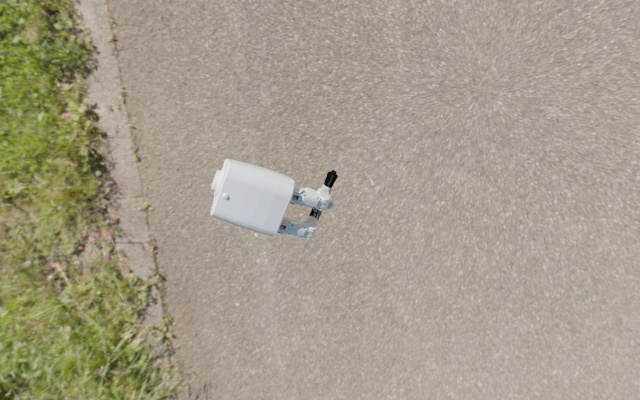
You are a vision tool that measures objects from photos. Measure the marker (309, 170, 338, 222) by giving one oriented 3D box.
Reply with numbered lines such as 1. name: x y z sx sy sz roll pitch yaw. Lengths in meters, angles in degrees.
1. marker: 0.000 0.003 0.821 0.020 0.121 0.020 21 20 -8
